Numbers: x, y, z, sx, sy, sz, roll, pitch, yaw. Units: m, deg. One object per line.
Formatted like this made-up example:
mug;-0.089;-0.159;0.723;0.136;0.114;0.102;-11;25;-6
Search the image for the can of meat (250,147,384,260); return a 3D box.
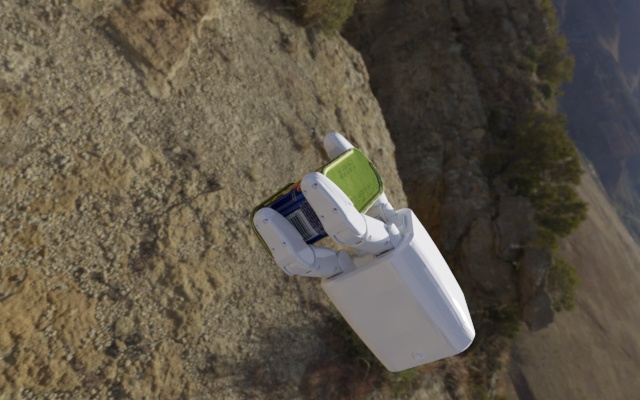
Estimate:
can of meat;0.000;0.001;0.426;0.084;0.057;0.102;-30;6;32
